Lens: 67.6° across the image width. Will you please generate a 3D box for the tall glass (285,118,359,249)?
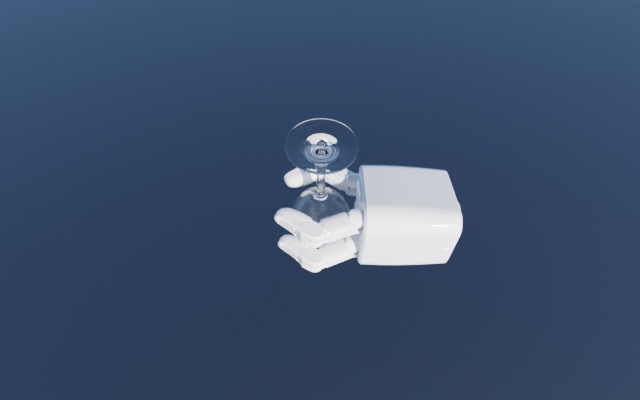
[{"bbox_3d":[0.000,0.001,0.557,0.079,0.079,0.201,0,-35,-1],"label":"tall glass"}]
